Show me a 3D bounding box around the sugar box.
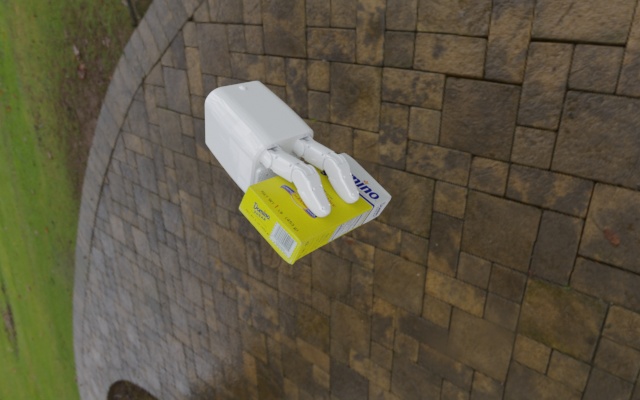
[{"bbox_3d":[0.000,0.001,0.578,0.176,0.093,0.048,-26,-25,-43],"label":"sugar box"}]
